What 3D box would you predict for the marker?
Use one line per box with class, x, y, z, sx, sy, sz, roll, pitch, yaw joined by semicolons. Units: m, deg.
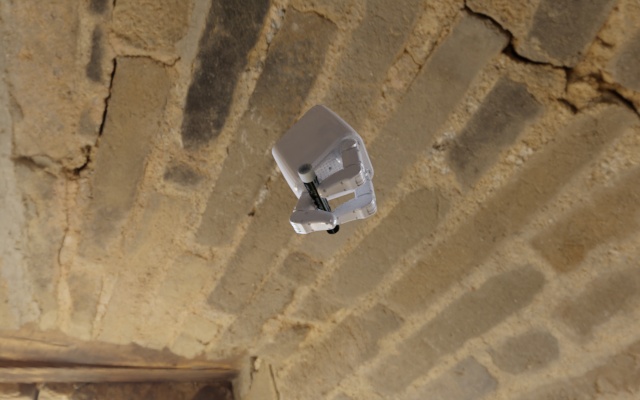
marker;0.000;0.002;0.610;0.020;0.020;0.121;0;-42;25
